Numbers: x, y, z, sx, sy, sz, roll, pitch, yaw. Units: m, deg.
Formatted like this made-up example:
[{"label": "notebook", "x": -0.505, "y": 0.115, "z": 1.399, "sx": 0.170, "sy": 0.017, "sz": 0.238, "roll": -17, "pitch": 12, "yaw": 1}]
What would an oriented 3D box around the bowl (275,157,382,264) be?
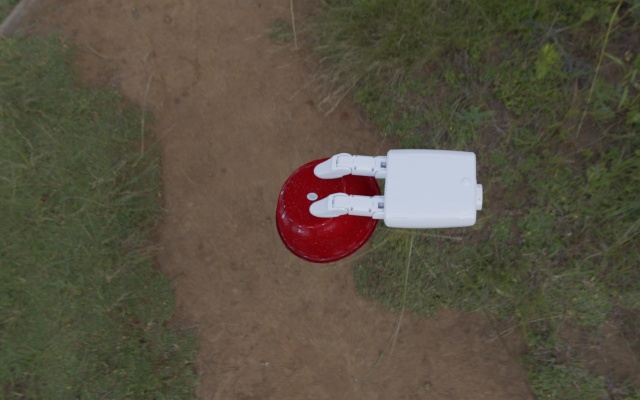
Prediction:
[{"label": "bowl", "x": -0.001, "y": 0.002, "z": 0.660, "sx": 0.162, "sy": 0.162, "sz": 0.055, "roll": 0, "pitch": -21, "yaw": 23}]
